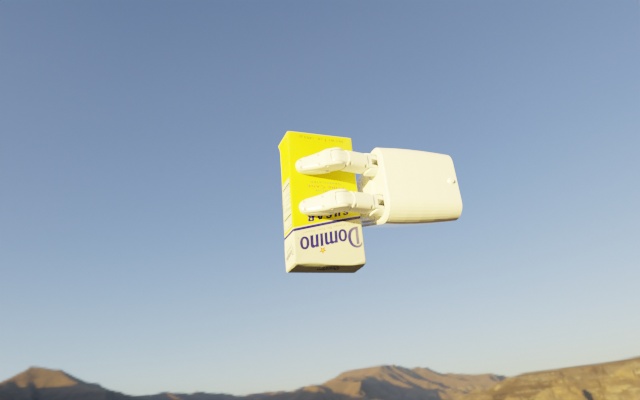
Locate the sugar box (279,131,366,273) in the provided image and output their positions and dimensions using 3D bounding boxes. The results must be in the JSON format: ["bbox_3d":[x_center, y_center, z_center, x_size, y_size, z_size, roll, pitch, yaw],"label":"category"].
[{"bbox_3d":[0.000,0.002,0.604,0.093,0.176,0.048,3,-26,-20],"label":"sugar box"}]
